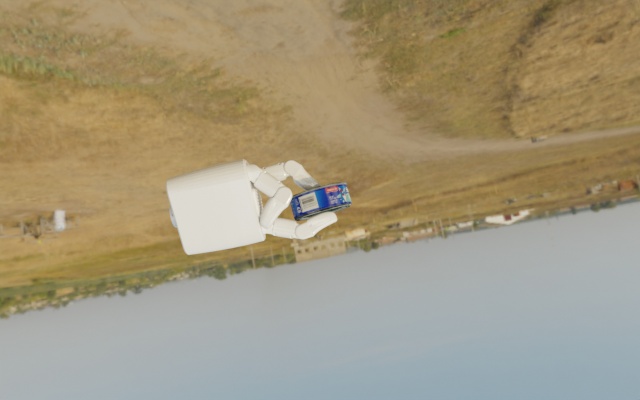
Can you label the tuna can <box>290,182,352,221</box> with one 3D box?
[{"bbox_3d":[0.000,0.003,0.677,0.086,0.033,0.086,-16,-6,-2],"label":"tuna can"}]
